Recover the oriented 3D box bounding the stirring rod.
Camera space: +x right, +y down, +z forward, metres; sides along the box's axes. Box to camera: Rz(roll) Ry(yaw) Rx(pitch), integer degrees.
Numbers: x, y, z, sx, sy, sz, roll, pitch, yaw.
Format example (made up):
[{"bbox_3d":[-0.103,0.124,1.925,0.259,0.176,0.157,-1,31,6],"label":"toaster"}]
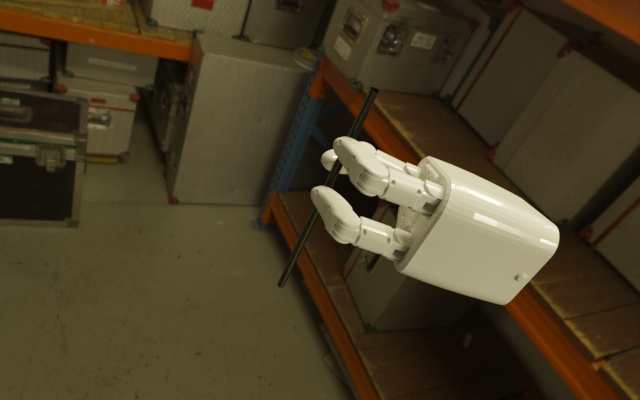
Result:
[{"bbox_3d":[0.000,0.002,0.448,0.011,0.240,0.011,17,35,-12],"label":"stirring rod"}]
